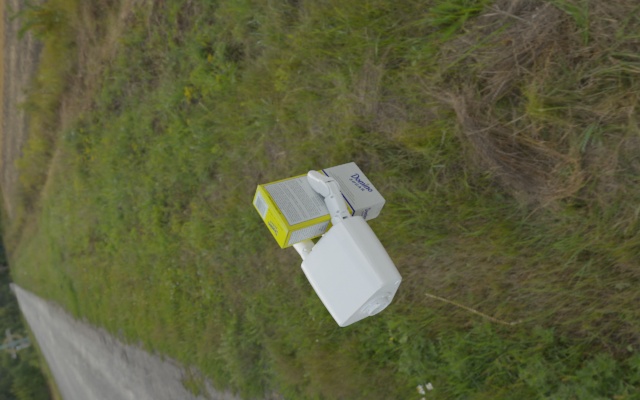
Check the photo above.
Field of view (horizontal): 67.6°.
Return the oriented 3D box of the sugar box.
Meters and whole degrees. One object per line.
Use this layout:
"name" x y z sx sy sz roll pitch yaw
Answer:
"sugar box" 0.000 0.003 0.707 0.176 0.093 0.048 -13 -36 -34
